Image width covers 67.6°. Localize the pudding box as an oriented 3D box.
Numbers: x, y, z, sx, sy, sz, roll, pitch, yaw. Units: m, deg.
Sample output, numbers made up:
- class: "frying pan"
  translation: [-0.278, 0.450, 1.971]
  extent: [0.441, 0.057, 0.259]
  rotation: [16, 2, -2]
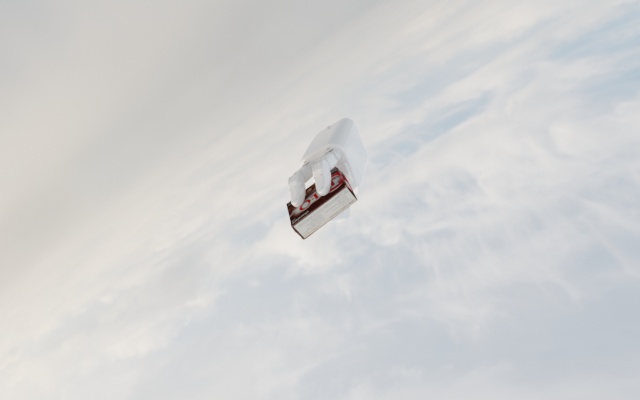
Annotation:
- class: "pudding box"
  translation: [0.000, 0.003, 0.789]
  extent: [0.113, 0.039, 0.090]
  rotation: [-39, 23, 8]
